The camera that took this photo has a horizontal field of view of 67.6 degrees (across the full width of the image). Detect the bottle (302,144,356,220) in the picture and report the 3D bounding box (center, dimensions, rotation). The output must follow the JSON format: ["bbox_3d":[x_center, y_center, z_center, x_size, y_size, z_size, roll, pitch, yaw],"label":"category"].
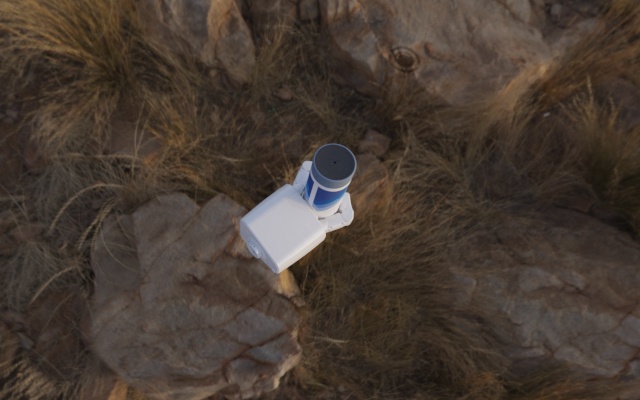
[{"bbox_3d":[0.000,0.003,0.852,0.069,0.069,0.296,0,-24,-9],"label":"bottle"}]
